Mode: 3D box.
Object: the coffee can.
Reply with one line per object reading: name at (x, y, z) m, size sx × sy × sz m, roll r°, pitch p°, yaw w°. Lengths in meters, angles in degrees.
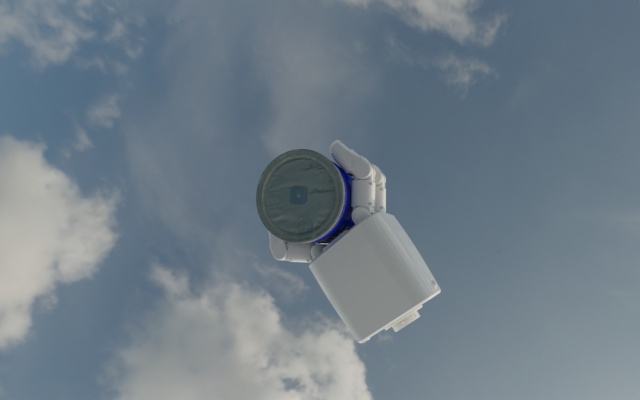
coffee can at (0.000, 0.002, 0.577) m, size 0.103 × 0.103 × 0.140 m, roll 0°, pitch -6°, yaw 21°
